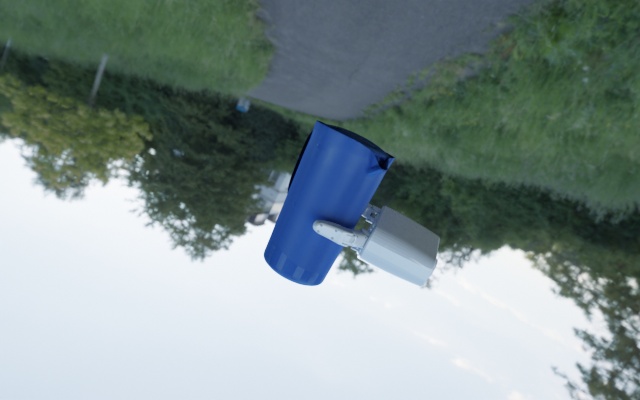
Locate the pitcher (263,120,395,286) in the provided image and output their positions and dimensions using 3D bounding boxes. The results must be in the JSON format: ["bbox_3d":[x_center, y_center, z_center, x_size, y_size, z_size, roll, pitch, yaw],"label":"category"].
[{"bbox_3d":[0.000,0.003,0.758,0.145,0.243,0.149,27,10,4],"label":"pitcher"}]
